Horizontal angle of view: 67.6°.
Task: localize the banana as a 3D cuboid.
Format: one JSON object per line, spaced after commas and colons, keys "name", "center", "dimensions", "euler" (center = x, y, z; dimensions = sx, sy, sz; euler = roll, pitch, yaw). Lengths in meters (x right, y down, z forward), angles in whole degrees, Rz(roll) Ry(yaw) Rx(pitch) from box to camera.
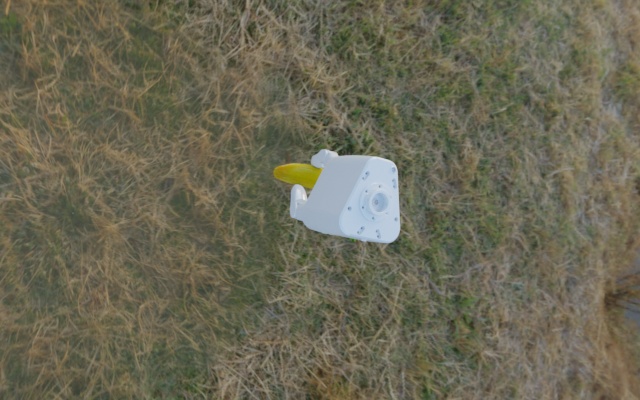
{"name": "banana", "center": [0.013, -0.010, 0.784], "dimensions": [0.198, 0.069, 0.037], "euler": [41, -10, -25]}
